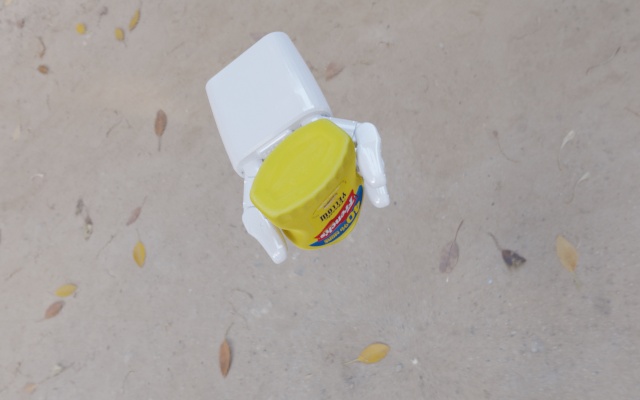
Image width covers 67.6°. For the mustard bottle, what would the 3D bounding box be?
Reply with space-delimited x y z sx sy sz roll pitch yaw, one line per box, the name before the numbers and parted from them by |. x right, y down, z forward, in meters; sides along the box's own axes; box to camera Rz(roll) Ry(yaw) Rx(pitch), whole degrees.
mustard bottle | 0.000 0.002 0.468 0.058 0.096 0.192 39 -7 20
